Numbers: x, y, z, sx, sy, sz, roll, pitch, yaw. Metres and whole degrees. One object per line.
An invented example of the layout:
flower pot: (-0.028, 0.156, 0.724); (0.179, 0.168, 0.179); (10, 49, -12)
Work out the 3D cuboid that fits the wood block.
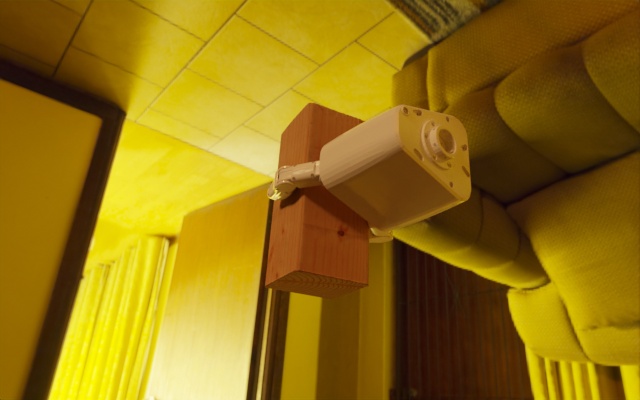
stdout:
wood block: (0.000, 0.002, 0.571); (0.091, 0.206, 0.090); (15, -27, -24)
